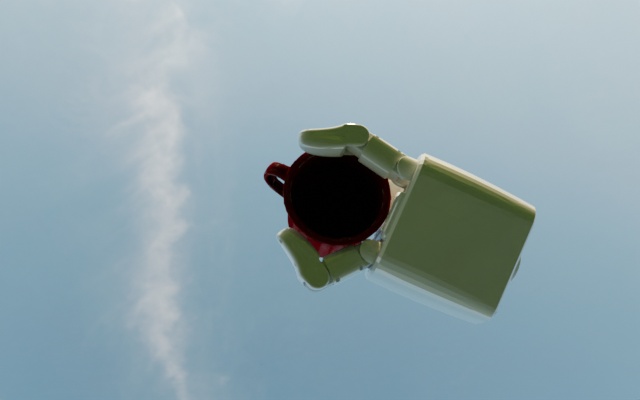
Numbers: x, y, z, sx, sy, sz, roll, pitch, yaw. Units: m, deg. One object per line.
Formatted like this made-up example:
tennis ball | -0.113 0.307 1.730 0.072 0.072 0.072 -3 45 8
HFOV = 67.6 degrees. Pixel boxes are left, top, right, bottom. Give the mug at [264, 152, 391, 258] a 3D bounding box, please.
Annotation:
mug | -0.001 0.001 0.444 0.117 0.093 0.081 25 -20 3
